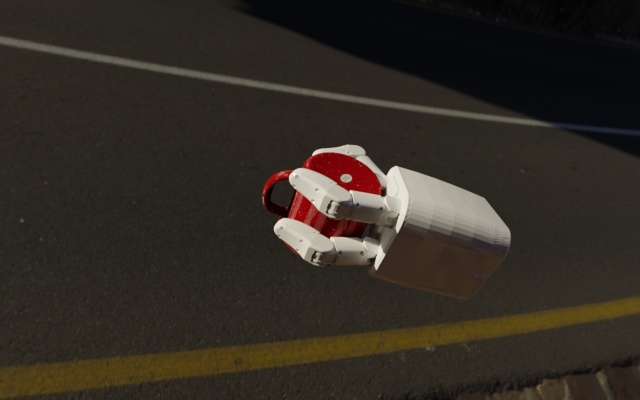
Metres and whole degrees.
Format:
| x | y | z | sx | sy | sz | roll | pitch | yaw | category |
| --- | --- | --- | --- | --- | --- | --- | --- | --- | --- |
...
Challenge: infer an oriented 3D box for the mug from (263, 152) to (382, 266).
| x | y | z | sx | sy | sz | roll | pitch | yaw | category |
| --- | --- | --- | --- | --- | --- | --- | --- | --- | --- |
| -0.001 | 0.001 | 0.484 | 0.117 | 0.081 | 0.093 | 17 | 38 | -7 | mug |
